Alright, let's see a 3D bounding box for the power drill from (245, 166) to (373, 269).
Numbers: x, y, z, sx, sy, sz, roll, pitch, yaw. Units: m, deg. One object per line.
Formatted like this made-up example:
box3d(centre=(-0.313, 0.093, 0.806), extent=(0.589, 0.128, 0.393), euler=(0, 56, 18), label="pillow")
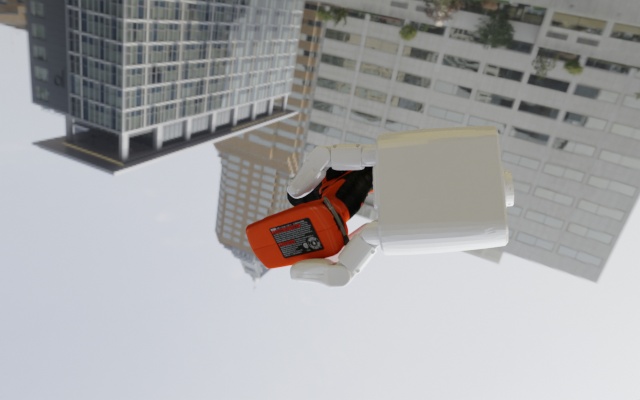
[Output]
box3d(centre=(0.000, 0.002, 0.536), extent=(0.184, 0.057, 0.187), euler=(-20, 16, 36), label="power drill")
